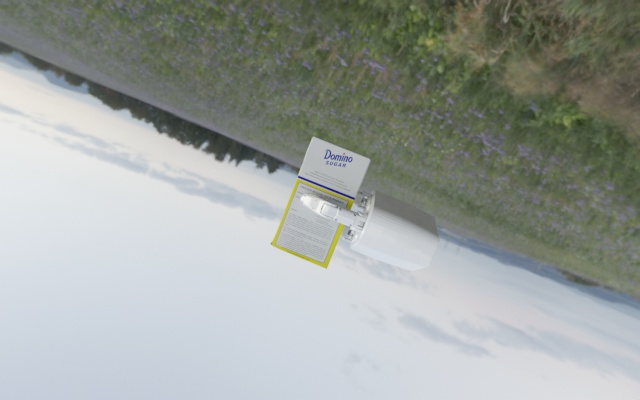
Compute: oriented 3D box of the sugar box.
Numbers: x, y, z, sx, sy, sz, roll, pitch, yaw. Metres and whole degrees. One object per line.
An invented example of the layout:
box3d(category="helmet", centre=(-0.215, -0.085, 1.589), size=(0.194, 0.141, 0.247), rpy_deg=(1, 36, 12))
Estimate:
box3d(category="sugar box", centre=(0.000, 0.002, 0.716), size=(0.093, 0.176, 0.048), rpy_deg=(22, 4, 0))
